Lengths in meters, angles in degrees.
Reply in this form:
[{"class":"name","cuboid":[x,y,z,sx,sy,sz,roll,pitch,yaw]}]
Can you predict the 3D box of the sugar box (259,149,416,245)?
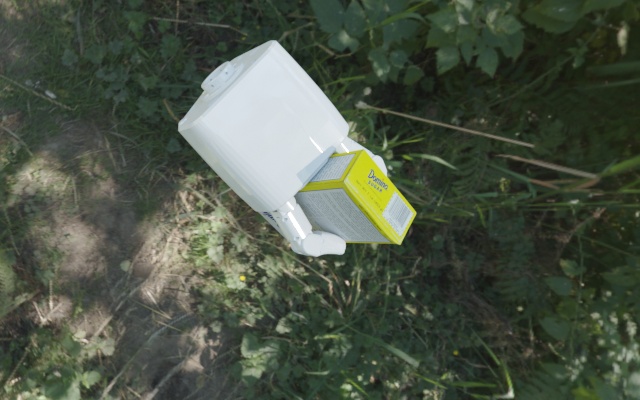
[{"class":"sugar box","cuboid":[0.000,0.001,0.492,0.176,0.048,0.093,0,-41,51]}]
